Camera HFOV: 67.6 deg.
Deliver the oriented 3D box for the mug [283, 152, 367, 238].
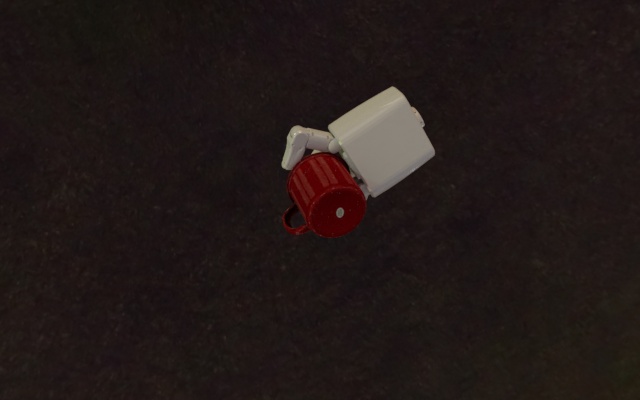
[{"bbox_3d":[-0.001,0.003,0.628,0.117,0.093,0.081,-35,37,4],"label":"mug"}]
